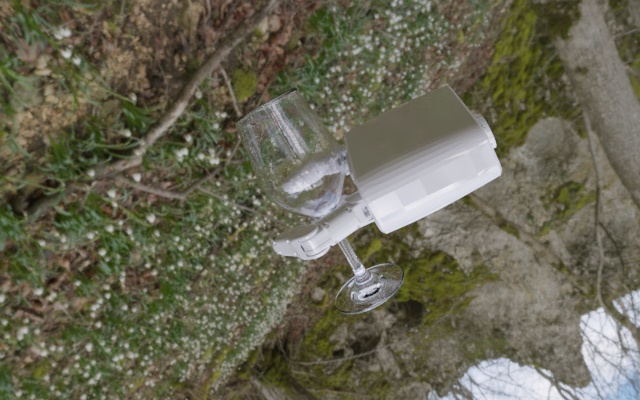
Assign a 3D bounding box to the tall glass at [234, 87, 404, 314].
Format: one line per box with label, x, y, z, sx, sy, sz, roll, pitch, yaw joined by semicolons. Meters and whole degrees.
tall glass;0.000;0.002;0.434;0.079;0.201;0.079;-28;16;8
